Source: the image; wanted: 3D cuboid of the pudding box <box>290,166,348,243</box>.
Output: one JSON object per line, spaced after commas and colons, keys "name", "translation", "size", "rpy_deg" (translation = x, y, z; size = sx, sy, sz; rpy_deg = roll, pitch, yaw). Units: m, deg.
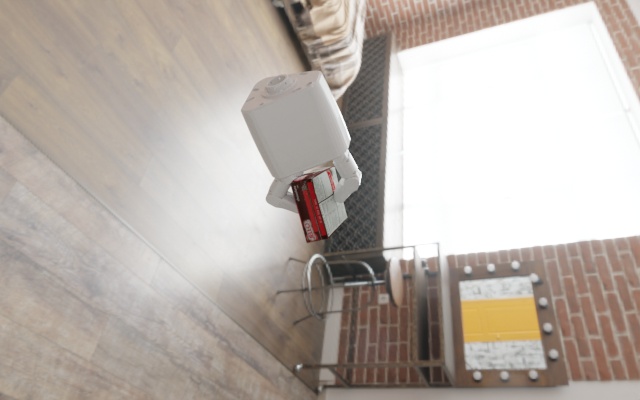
{"name": "pudding box", "translation": [0.000, 0.002, 0.699], "size": [0.039, 0.090, 0.113], "rpy_deg": [-11, 10, 22]}
